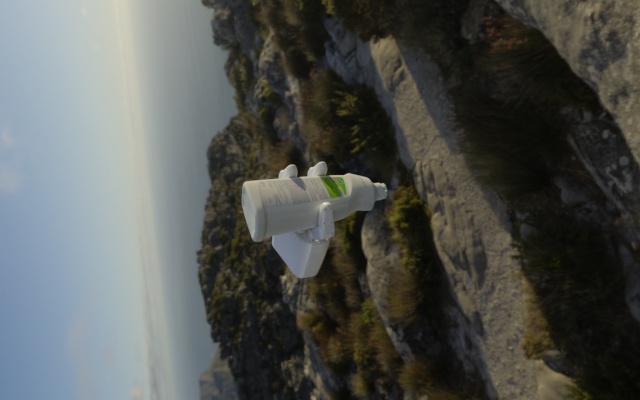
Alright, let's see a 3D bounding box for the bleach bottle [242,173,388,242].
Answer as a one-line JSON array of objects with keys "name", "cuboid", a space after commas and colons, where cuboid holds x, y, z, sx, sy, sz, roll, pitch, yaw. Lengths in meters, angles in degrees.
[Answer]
[{"name": "bleach bottle", "cuboid": [0.000, 0.003, 0.809, 0.251, 0.068, 0.102, -7, 47, -21]}]
